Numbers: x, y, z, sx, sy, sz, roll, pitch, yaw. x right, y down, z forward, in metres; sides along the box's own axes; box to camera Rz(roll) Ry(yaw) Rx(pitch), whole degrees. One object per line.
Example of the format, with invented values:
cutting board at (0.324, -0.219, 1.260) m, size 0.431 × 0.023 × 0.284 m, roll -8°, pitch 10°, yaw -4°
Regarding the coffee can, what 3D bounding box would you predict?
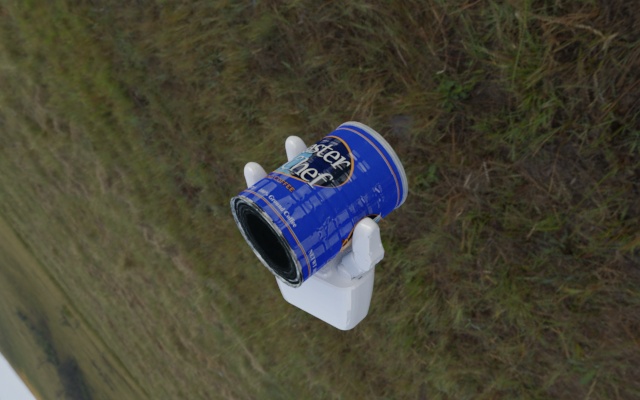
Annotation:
coffee can at (0.000, 0.001, 0.464) m, size 0.140 × 0.103 × 0.103 m, roll -36°, pitch 16°, yaw -24°
